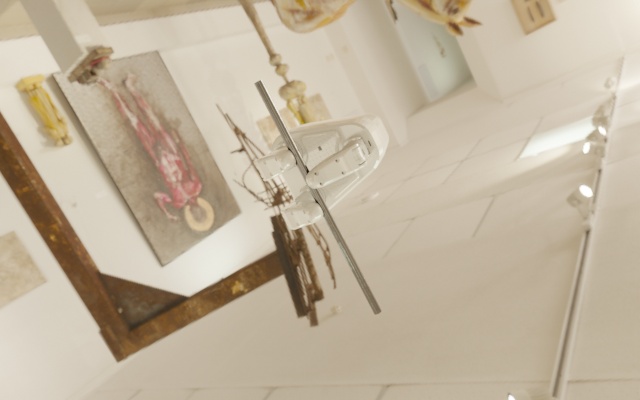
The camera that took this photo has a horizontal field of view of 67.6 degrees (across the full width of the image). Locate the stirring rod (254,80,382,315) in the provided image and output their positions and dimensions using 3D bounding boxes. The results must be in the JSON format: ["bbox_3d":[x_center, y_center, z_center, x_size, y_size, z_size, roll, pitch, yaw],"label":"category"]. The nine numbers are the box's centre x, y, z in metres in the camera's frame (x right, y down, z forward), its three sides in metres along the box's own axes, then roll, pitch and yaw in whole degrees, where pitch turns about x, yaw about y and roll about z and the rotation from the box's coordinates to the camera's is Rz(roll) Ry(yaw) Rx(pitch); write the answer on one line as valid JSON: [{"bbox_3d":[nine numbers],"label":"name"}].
[{"bbox_3d":[0.000,0.001,0.437,0.011,0.239,0.011,-27,9,5],"label":"stirring rod"}]
